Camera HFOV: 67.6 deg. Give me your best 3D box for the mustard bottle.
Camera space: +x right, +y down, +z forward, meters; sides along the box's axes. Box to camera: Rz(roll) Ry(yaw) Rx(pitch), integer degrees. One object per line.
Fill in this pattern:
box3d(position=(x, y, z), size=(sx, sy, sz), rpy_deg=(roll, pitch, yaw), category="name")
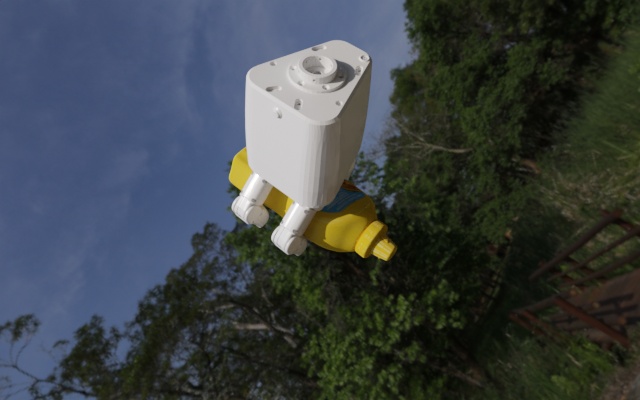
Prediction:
box3d(position=(0.000, 0.002, 0.515), size=(0.191, 0.058, 0.096), rpy_deg=(35, 33, 20), category="mustard bottle")
